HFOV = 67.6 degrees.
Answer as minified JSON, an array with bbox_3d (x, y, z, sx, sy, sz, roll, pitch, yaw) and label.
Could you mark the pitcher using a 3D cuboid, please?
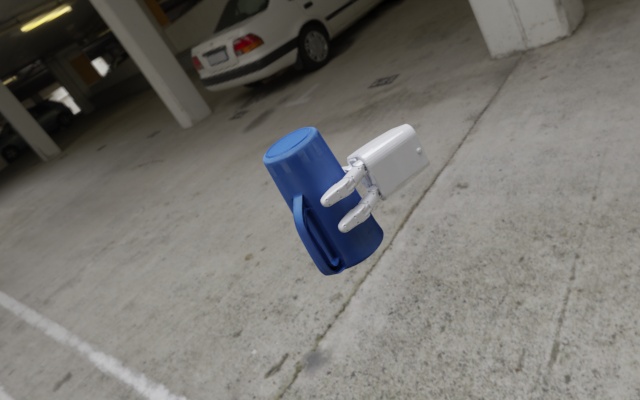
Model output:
[{"bbox_3d":[0.000,0.003,0.840,0.145,0.243,0.149,-35,23,-8],"label":"pitcher"}]
